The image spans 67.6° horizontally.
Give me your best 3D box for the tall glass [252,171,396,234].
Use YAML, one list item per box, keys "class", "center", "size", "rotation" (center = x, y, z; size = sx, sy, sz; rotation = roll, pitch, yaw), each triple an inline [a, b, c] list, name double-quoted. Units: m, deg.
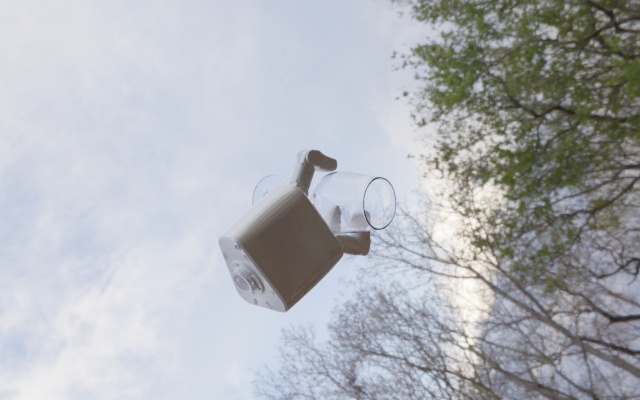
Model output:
- class: "tall glass"
  center: [0.000, 0.002, 0.623]
  size: [0.079, 0.079, 0.201]
  rotation: [0, 1, -44]
